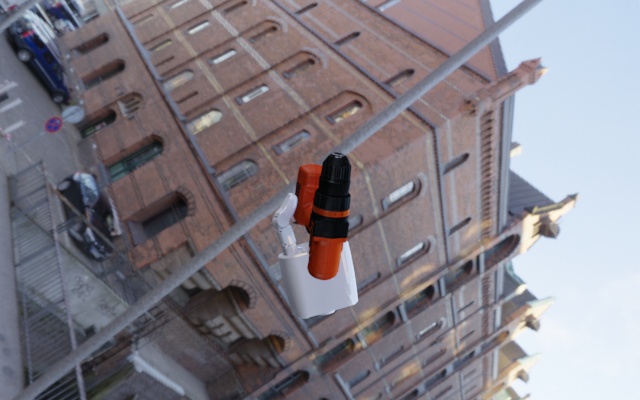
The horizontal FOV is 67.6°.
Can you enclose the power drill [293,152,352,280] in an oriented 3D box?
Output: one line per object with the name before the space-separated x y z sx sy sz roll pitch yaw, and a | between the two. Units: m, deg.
power drill | 0.000 0.002 0.726 0.057 0.184 0.187 6 17 -11
